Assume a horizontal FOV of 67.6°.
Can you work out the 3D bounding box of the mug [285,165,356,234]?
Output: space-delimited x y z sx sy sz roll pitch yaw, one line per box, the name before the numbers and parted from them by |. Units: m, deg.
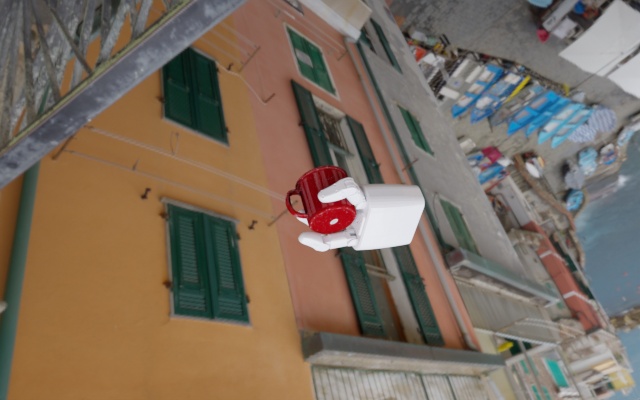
mug | -0.001 0.003 0.791 0.117 0.081 0.093 -3 -36 -20
